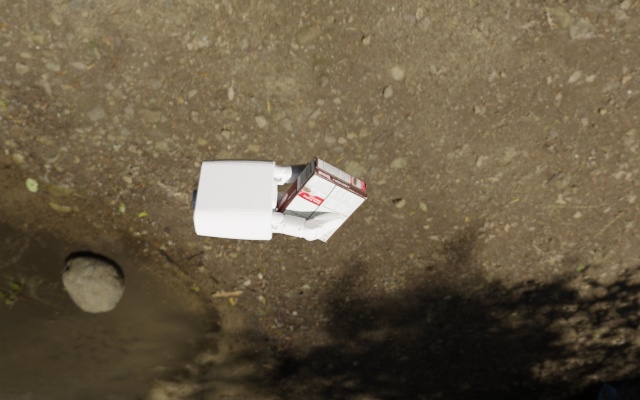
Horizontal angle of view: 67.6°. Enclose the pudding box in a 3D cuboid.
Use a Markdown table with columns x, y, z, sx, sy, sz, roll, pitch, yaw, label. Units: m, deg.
| x | y | z | sx | sy | sz | roll | pitch | yaw | label |
| --- | --- | --- | --- | --- | --- | --- | --- | --- | --- |
| 0.000 | 0.002 | 0.691 | 0.090 | 0.039 | 0.113 | 25 | -50 | -21 | pudding box |
